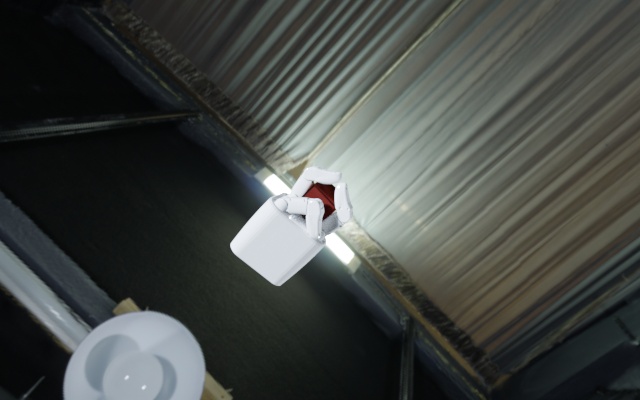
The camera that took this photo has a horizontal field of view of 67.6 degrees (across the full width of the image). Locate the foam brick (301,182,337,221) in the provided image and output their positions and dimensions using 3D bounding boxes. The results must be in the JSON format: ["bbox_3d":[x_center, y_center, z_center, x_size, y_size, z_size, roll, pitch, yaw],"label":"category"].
[{"bbox_3d":[0.000,0.002,0.771,0.051,0.053,0.078,-46,-4,17],"label":"foam brick"}]
